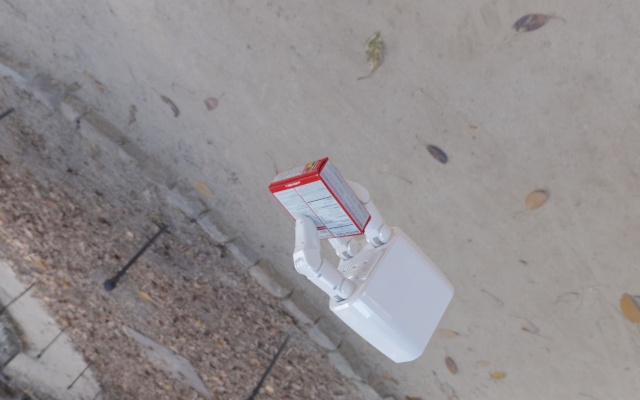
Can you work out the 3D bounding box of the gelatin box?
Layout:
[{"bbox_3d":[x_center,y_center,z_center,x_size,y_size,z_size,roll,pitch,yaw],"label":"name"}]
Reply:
[{"bbox_3d":[0.000,0.002,0.505,0.073,0.030,0.089,-13,-53,41],"label":"gelatin box"}]
